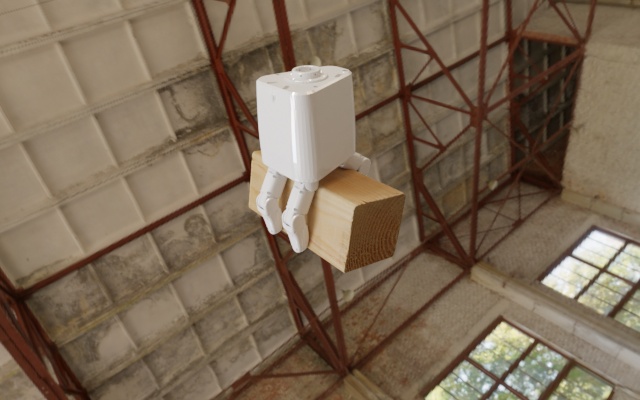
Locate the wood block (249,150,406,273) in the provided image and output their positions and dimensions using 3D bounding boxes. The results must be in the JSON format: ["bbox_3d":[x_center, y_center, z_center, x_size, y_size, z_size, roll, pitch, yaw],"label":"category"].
[{"bbox_3d":[0.000,0.002,0.635,0.091,0.090,0.206,-12,29,-39],"label":"wood block"}]
